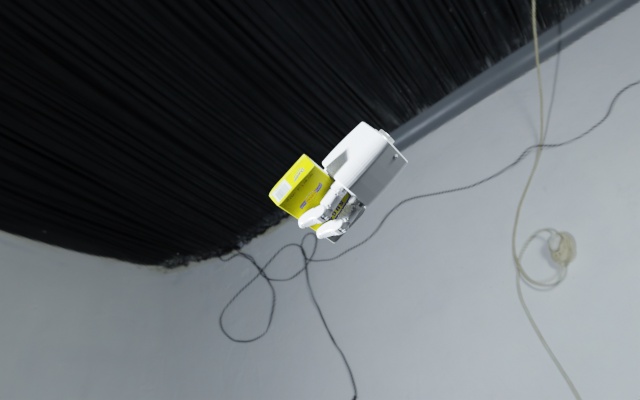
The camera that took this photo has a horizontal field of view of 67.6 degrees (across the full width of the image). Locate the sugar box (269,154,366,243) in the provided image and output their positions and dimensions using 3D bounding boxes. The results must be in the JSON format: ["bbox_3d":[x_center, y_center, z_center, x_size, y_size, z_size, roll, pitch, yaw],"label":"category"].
[{"bbox_3d":[0.000,0.003,0.844,0.176,0.093,0.048,37,9,-44],"label":"sugar box"}]
